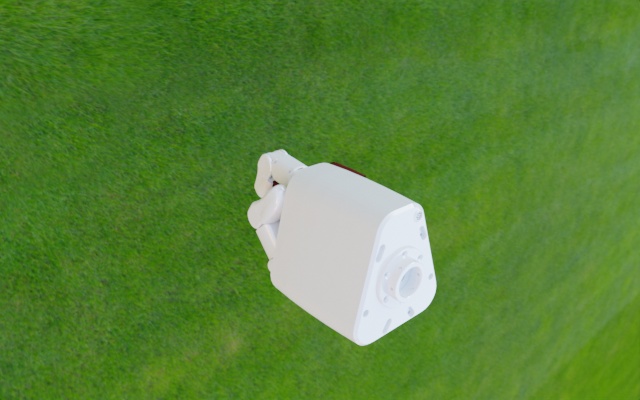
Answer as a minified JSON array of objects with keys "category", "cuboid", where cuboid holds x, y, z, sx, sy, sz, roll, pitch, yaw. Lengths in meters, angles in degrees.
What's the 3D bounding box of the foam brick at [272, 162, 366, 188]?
[{"category":"foam brick","cuboid":[0.000,0.001,0.461,0.078,0.053,0.051,-20,30,-34]}]
